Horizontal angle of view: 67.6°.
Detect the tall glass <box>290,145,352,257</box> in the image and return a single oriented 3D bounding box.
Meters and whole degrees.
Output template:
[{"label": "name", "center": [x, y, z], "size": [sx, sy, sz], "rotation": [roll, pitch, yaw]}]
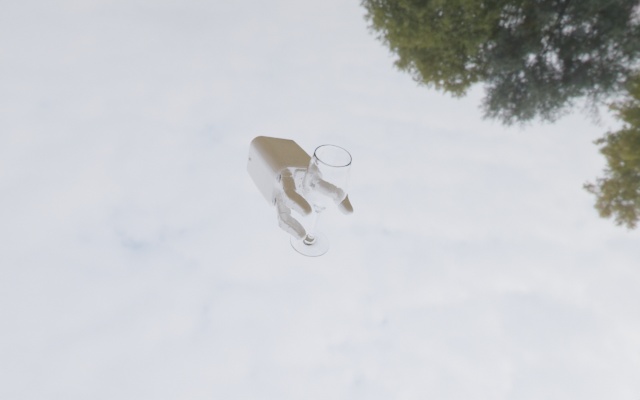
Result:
[{"label": "tall glass", "center": [0.000, 0.003, 0.824], "size": [0.079, 0.201, 0.079], "rotation": [9, 40, -8]}]
